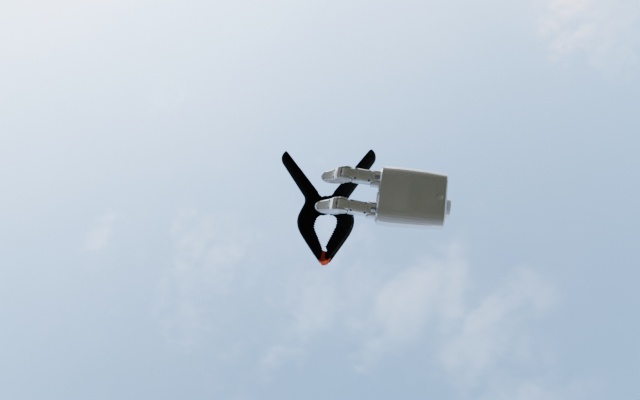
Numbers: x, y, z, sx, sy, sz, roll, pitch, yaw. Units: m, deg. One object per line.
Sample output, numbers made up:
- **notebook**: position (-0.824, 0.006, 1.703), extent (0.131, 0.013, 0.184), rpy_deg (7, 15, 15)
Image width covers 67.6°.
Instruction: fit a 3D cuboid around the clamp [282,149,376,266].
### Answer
- **clamp**: position (0.000, 0.003, 0.806), extent (0.164, 0.210, 0.036), rpy_deg (6, -20, 11)
